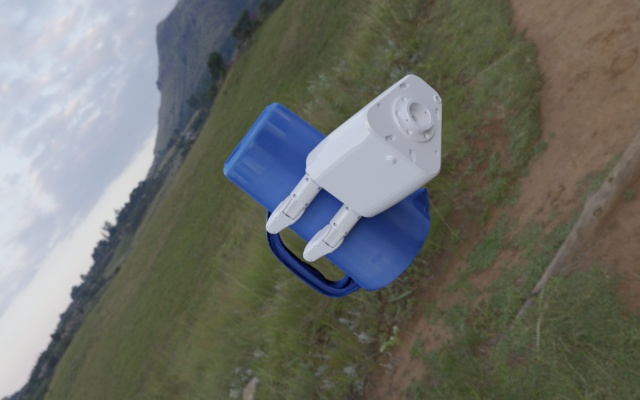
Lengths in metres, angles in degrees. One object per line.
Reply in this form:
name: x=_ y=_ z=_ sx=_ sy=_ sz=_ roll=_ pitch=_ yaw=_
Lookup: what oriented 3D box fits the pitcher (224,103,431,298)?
pitcher: x=0.000 y=0.002 z=0.592 sx=0.243 sy=0.149 sz=0.145 roll=37 pitch=-34 yaw=-13
